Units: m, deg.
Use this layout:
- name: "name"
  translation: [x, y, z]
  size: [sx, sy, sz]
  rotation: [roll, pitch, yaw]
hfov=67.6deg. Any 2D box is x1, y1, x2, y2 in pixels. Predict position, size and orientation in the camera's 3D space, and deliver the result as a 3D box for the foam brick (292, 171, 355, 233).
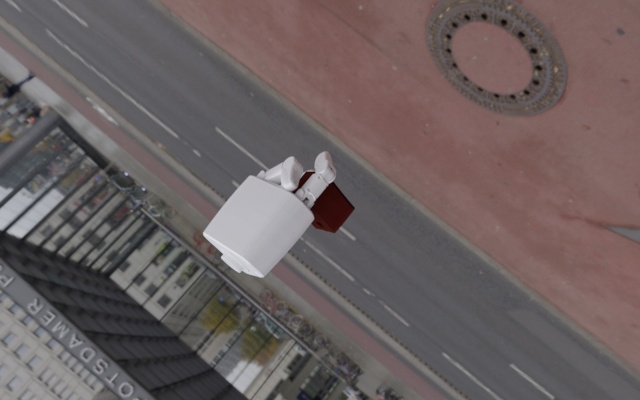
- name: "foam brick"
  translation: [0.000, 0.002, 0.696]
  size: [0.053, 0.051, 0.078]
  rotation: [9, -34, 53]
